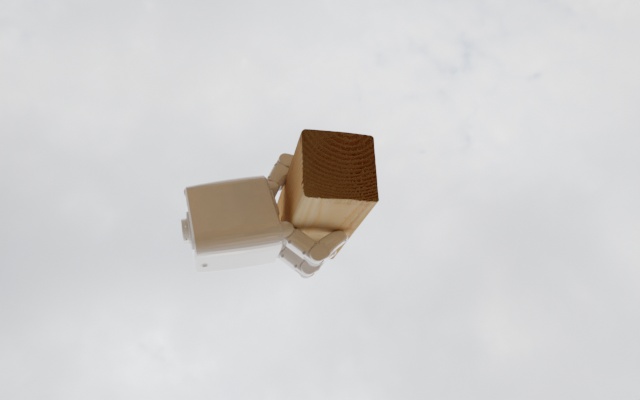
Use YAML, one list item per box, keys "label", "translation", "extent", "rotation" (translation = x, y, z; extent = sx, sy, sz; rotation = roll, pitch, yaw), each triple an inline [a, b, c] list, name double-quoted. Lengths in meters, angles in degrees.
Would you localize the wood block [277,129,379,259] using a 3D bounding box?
- label: "wood block"
  translation: [0.000, 0.002, 0.632]
  extent: [0.090, 0.090, 0.206]
  rotation: [4, -25, -13]
